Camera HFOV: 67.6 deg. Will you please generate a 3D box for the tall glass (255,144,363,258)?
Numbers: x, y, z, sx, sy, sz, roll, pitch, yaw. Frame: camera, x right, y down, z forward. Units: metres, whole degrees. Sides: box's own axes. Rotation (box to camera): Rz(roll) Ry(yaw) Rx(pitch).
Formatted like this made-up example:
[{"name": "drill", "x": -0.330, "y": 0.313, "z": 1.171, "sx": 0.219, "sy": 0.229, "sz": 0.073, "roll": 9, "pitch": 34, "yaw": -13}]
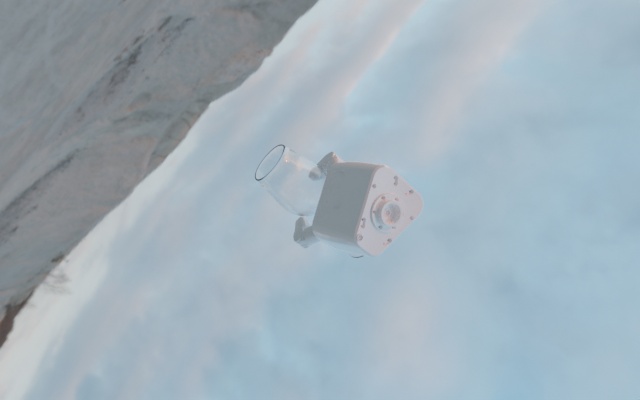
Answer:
[{"name": "tall glass", "x": 0.000, "y": 0.003, "z": 0.700, "sx": 0.201, "sy": 0.079, "sz": 0.079, "roll": 38, "pitch": -19, "yaw": -25}]
